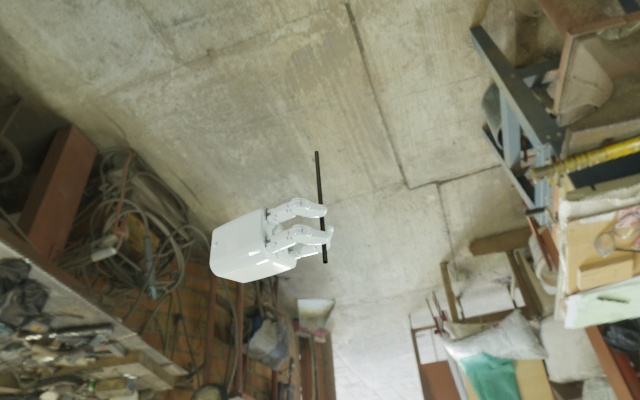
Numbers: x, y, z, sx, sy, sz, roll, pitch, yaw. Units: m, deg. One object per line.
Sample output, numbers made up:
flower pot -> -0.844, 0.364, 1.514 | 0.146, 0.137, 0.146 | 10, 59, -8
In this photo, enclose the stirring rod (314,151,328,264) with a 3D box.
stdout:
stirring rod -> 0.000, 0.003, 0.805 | 0.011, 0.239, 0.011 | -3, -40, -2
